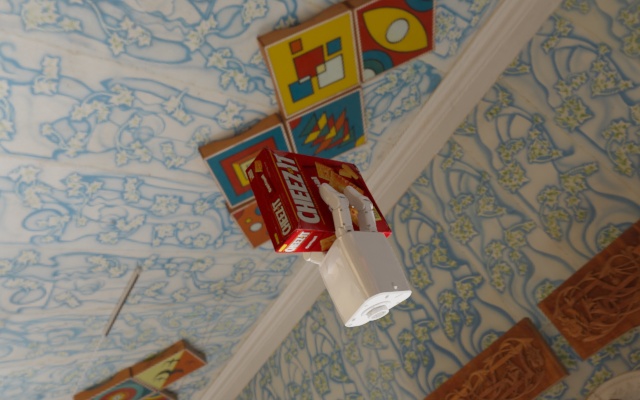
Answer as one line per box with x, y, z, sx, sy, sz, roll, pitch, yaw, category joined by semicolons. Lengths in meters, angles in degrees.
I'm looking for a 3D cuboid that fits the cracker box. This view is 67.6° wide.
0.000;0.003;0.804;0.214;0.164;0.072;6;-42;-42;cracker box
